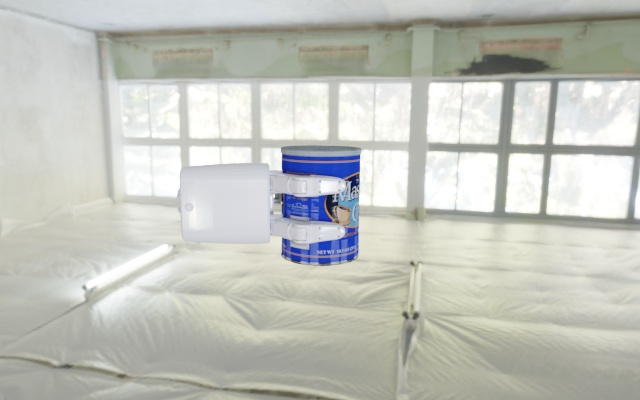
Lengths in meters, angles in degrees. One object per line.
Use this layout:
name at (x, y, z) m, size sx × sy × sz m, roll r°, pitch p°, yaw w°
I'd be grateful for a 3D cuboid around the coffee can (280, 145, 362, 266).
coffee can at (0.000, 0.002, 0.615) m, size 0.103 × 0.140 × 0.103 m, roll 1°, pitch 10°, yaw 0°
